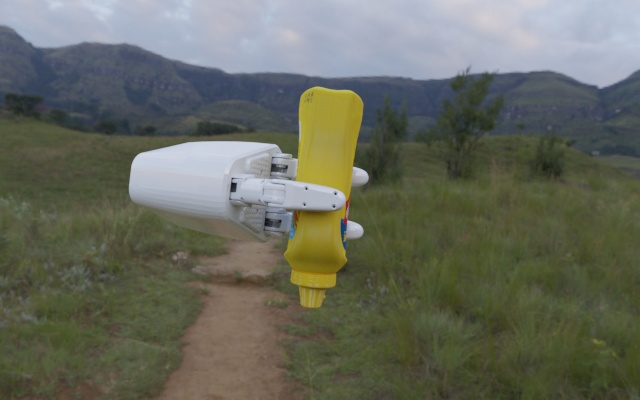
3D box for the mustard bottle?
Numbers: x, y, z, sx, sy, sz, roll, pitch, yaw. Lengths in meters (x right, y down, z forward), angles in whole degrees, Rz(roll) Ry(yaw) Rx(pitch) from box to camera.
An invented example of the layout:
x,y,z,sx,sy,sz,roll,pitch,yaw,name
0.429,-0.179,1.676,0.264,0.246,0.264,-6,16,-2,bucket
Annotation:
x,y,z,sx,sy,sz,roll,pitch,yaw,name
0.000,0.001,0.435,0.058,0.191,0.096,6,0,-3,mustard bottle
